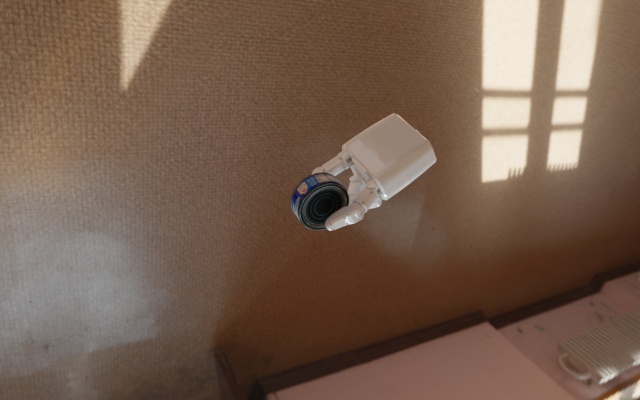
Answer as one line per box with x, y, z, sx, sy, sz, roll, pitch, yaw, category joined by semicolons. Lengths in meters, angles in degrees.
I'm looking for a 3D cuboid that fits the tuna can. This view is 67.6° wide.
0.000;0.003;0.726;0.086;0.086;0.033;0;31;-28;tuna can
